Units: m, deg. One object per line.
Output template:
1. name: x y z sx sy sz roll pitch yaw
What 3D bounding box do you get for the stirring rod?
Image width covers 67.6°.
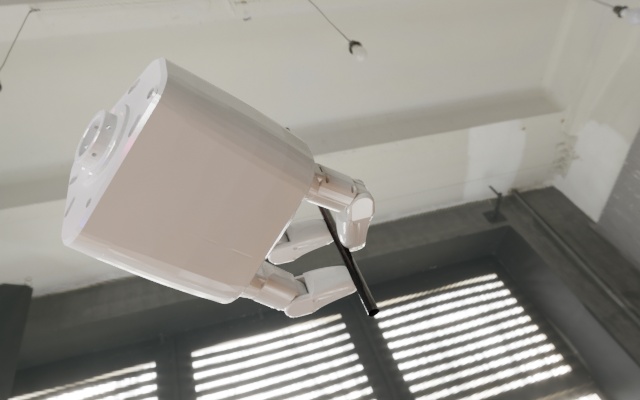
1. stirring rod: 0.000 0.001 0.406 0.011 0.011 0.239 0 38 -22
